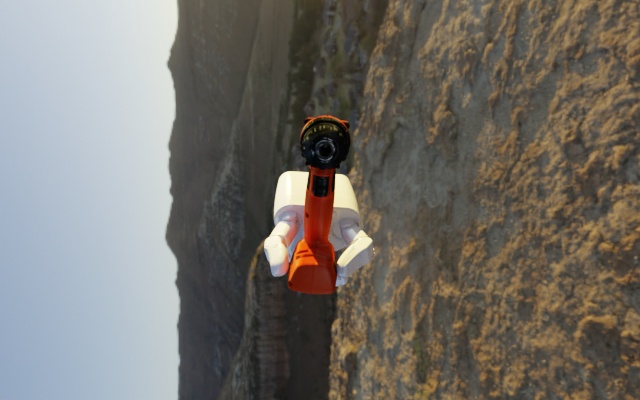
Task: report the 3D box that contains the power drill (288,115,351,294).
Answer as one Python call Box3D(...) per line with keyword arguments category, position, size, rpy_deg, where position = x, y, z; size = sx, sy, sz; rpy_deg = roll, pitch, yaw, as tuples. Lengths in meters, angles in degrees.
Box3D(category="power drill", position=(0.000, 0.002, 0.521), size=(0.057, 0.188, 0.184), rpy_deg=(7, 13, 1))
